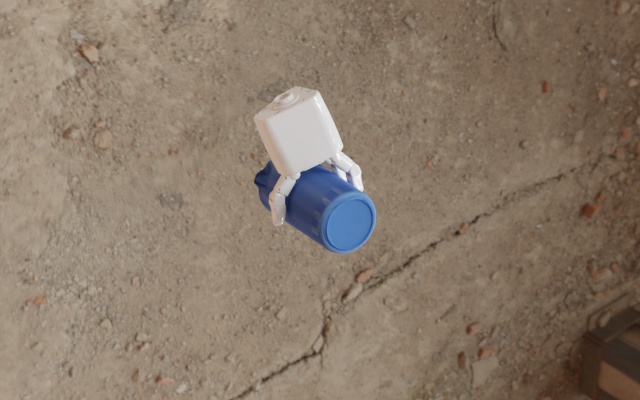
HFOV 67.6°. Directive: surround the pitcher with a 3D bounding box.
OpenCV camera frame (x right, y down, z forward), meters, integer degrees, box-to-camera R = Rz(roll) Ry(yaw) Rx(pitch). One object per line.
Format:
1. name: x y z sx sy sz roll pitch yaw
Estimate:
1. pitcher: 0.000 0.003 0.859 0.149 0.145 0.242 -33 31 -16
